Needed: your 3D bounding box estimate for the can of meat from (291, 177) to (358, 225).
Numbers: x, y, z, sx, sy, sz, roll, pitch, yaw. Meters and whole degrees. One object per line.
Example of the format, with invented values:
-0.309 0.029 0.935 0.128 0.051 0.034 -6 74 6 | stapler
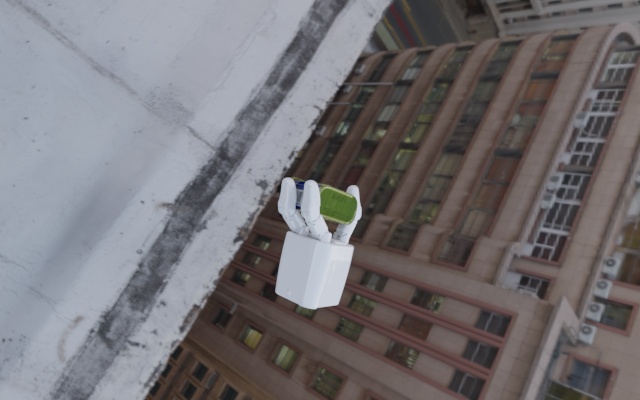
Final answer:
0.000 0.003 0.797 0.102 0.057 0.084 19 -4 -43 | can of meat
